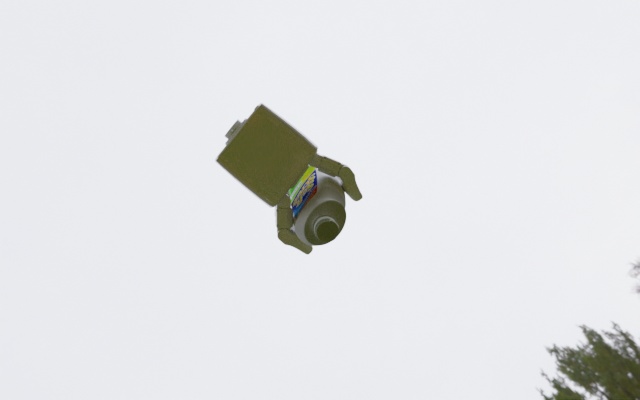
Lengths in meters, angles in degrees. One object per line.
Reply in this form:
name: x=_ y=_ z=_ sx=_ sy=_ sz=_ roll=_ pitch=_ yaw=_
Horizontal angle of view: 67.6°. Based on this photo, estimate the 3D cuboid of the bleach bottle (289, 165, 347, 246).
bleach bottle: x=0.000 y=0.002 z=0.713 sx=0.068 sy=0.102 sz=0.250 roll=39 pitch=7 yaw=-14
